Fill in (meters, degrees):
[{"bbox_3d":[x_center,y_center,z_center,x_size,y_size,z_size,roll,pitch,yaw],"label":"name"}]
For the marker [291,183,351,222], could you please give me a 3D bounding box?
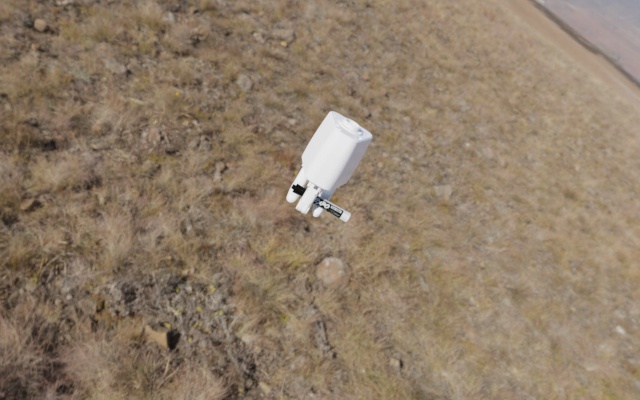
[{"bbox_3d":[0.000,0.003,0.883,0.121,0.020,0.020,30,-3,-5],"label":"marker"}]
